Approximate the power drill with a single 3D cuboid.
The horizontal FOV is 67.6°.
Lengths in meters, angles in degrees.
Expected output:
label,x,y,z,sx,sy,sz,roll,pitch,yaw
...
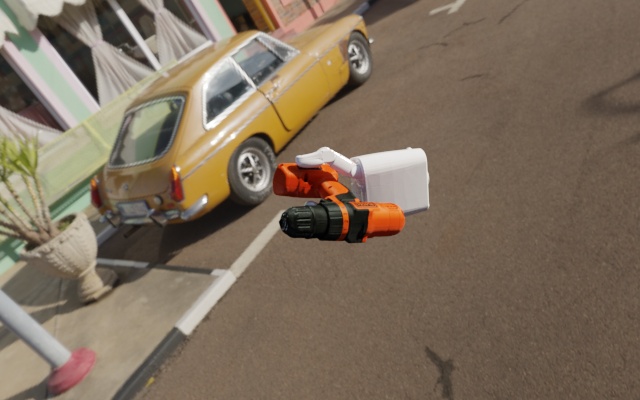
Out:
label,x,y,z,sx,sy,sz,roll,pitch,yaw
power drill,0.000,0.002,0.684,0.184,0.057,0.187,2,23,-31
